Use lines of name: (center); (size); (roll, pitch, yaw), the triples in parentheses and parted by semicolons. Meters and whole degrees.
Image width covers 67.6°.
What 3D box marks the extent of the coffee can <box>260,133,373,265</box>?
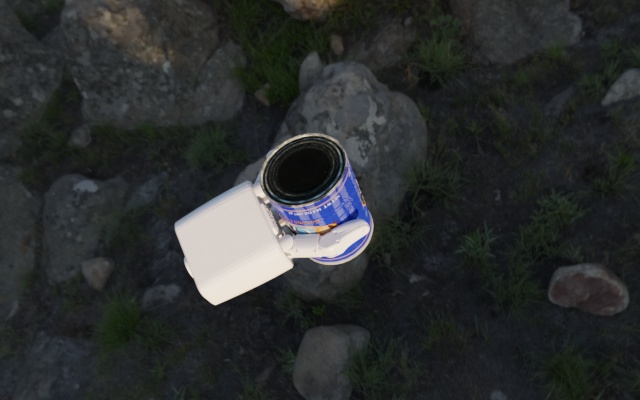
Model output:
coffee can: (0.000, 0.002, 0.583); (0.103, 0.102, 0.140); (0, -33, 20)
